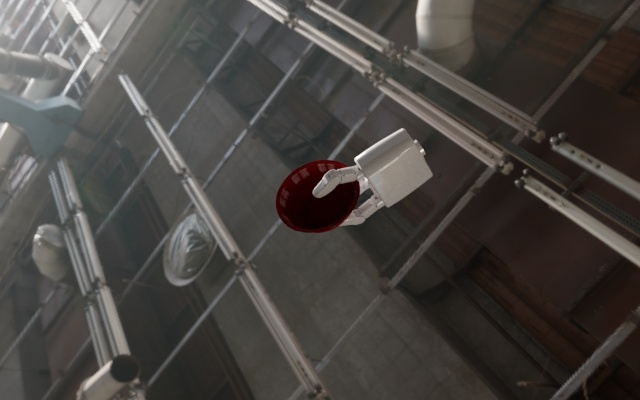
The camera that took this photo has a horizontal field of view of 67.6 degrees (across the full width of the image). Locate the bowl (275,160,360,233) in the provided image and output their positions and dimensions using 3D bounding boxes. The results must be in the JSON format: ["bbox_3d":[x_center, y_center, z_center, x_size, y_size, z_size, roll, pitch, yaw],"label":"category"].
[{"bbox_3d":[-0.001,0.004,0.895,0.162,0.162,0.055,0,-33,18],"label":"bowl"}]
